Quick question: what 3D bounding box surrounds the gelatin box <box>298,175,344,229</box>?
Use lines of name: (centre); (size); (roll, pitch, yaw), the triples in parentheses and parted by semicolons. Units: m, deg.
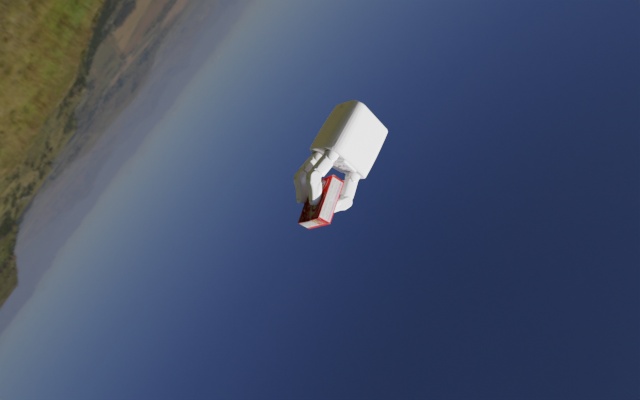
gelatin box: (0.000, 0.003, 0.865); (0.030, 0.089, 0.073); (29, -23, -25)
